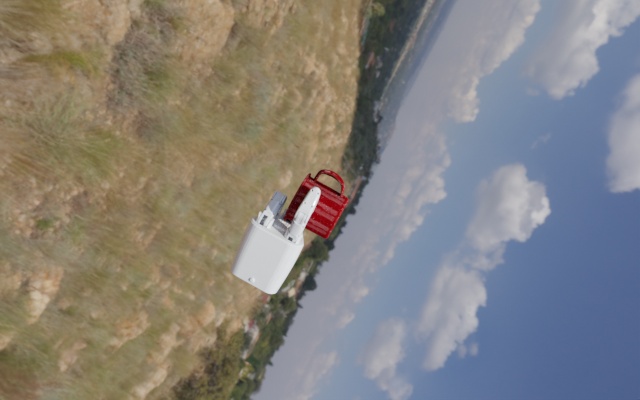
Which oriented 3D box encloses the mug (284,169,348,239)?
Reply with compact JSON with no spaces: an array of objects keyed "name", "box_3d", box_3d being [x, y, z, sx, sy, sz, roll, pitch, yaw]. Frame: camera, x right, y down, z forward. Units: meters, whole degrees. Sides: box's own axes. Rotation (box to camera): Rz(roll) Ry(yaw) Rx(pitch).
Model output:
[{"name":"mug","box_3d":[0.001,0.002,0.812,0.081,0.117,0.093,29,20,3]}]
